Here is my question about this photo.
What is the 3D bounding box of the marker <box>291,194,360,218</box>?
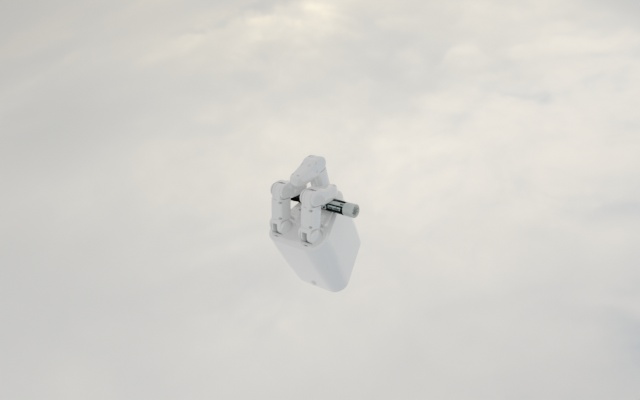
[{"bbox_3d":[0.000,0.002,0.655,0.121,0.020,0.020,15,9,39],"label":"marker"}]
